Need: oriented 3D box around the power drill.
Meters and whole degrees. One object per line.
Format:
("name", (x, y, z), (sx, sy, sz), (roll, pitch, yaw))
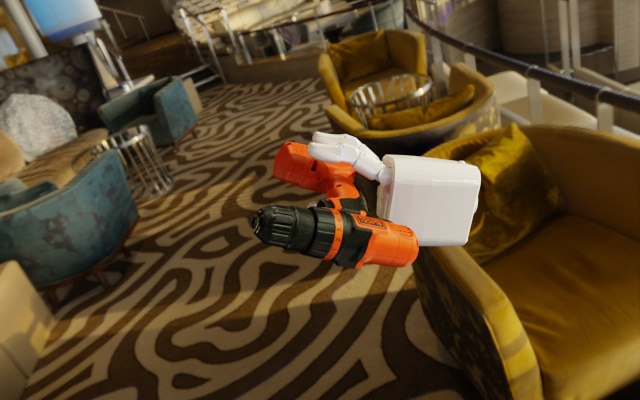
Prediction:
("power drill", (0.000, 0.002, 0.542), (0.184, 0.057, 0.187), (13, 28, -26))
